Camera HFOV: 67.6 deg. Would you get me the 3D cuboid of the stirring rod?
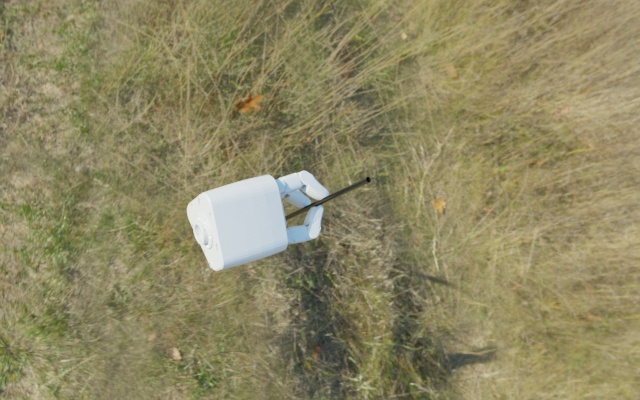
[{"bbox_3d":[0.000,0.002,0.732,0.011,0.011,0.239,0,-15,-33],"label":"stirring rod"}]
